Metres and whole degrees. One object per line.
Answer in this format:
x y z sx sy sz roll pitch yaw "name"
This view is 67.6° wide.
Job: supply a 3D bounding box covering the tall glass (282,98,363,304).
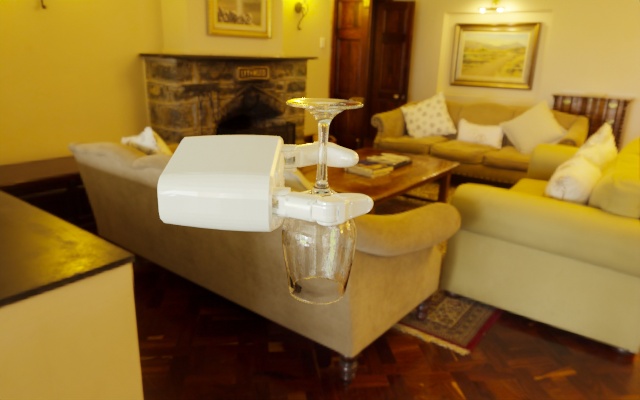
0.000 0.001 0.484 0.079 0.201 0.079 2 17 0 "tall glass"
